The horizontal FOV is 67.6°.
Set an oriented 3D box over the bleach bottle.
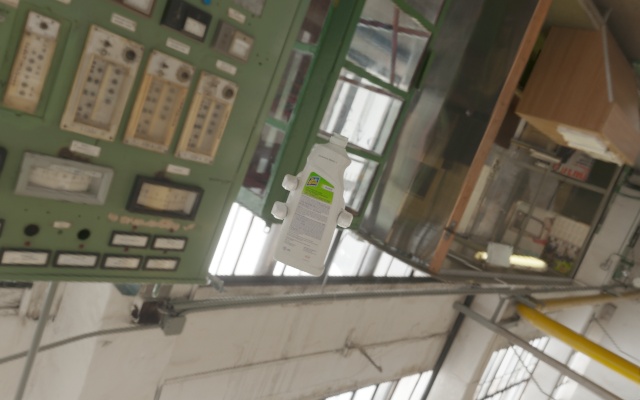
[{"bbox_3d":[0.000,0.003,0.863,0.102,0.251,0.068,21,9,-1],"label":"bleach bottle"}]
